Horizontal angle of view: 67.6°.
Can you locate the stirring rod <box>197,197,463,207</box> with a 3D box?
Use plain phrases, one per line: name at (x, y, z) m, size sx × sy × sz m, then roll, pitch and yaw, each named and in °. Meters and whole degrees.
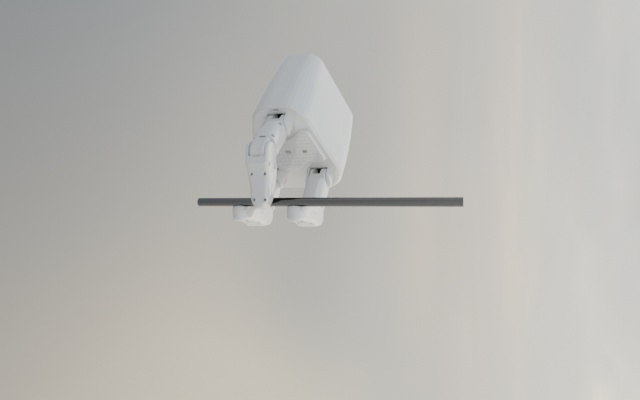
stirring rod at (0.000, 0.001, 0.420) m, size 0.239 × 0.011 × 0.011 m, roll 0°, pitch 0°, yaw 17°
